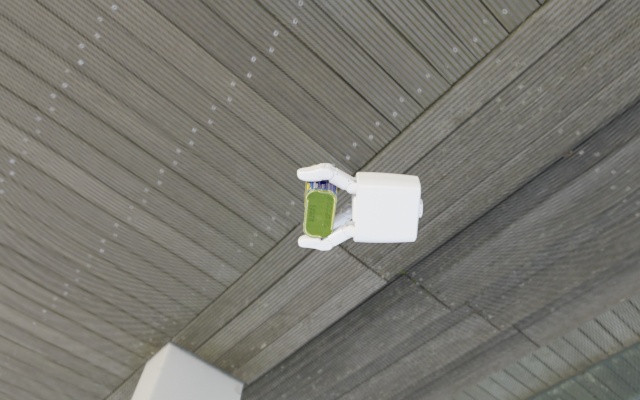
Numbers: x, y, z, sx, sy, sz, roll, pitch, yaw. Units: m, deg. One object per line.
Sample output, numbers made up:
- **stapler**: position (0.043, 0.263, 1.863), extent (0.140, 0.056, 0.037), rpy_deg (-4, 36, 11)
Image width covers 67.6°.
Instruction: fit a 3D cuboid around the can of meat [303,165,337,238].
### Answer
- **can of meat**: position (0.000, 0.003, 0.827), extent (0.057, 0.102, 0.084), rpy_deg (5, 33, -1)
